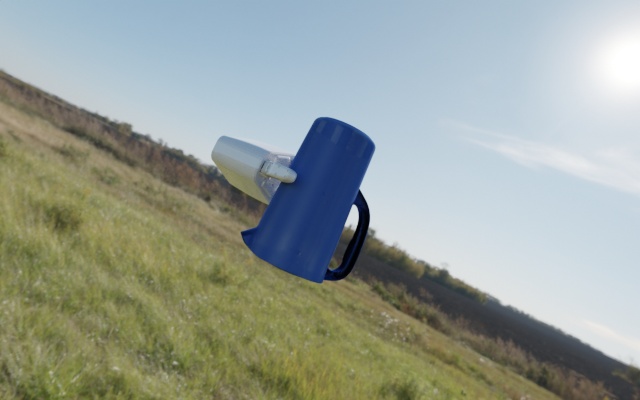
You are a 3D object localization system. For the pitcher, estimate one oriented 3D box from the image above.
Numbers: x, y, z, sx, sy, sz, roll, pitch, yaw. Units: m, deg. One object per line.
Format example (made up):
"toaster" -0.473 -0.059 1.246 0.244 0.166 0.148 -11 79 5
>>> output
"pitcher" 0.000 0.002 0.754 0.145 0.243 0.149 24 -4 29
